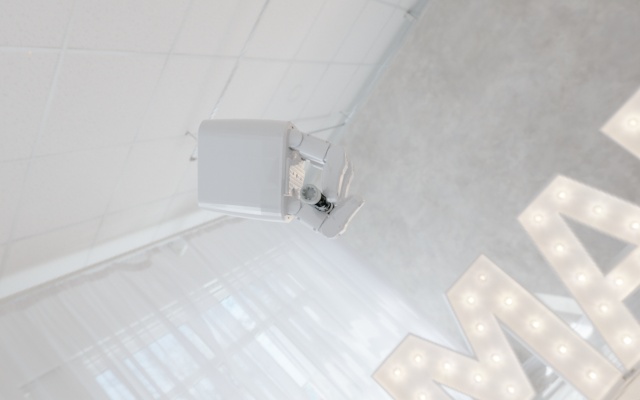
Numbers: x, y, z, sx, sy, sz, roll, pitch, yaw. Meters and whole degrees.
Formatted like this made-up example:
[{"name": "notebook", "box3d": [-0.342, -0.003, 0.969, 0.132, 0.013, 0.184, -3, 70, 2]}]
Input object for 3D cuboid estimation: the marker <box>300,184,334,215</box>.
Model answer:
[{"name": "marker", "box3d": [0.000, 0.002, 0.521, 0.020, 0.020, 0.121, 0, -8, 11]}]
